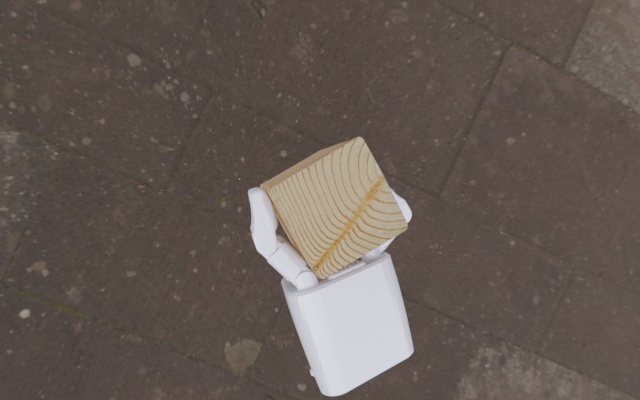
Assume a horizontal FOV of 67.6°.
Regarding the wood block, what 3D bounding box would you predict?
[{"bbox_3d":[0.001,0.002,0.492,0.091,0.090,0.206,-30,7,-7],"label":"wood block"}]
